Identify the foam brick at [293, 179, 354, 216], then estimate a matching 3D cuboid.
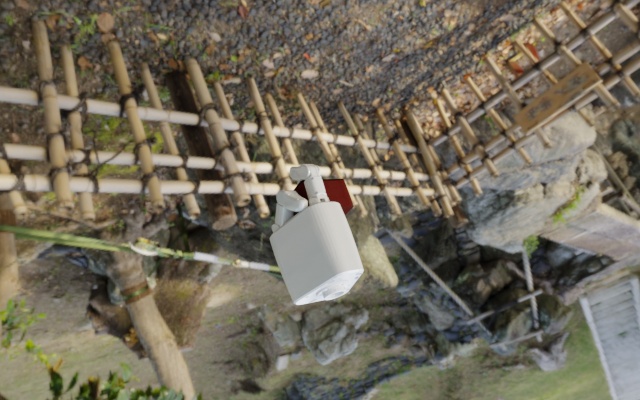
[{"bbox_3d":[0.000,0.002,0.717,0.078,0.051,0.053,-3,-30,-35],"label":"foam brick"}]
